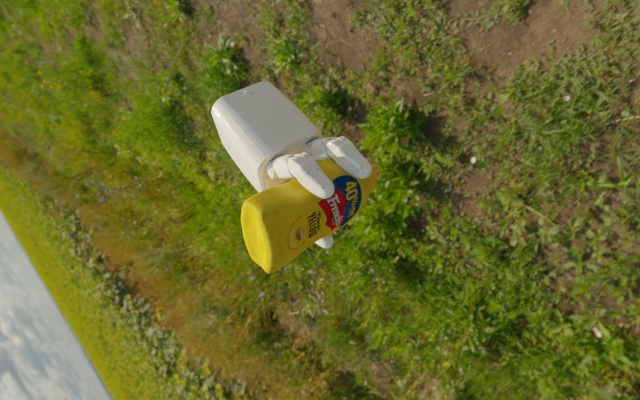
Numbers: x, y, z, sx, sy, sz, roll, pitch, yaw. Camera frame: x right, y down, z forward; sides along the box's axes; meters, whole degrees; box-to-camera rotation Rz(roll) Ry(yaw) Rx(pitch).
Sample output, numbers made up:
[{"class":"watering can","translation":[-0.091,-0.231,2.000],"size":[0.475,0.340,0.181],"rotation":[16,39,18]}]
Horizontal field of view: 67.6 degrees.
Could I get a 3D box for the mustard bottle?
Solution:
[{"class":"mustard bottle","translation":[0.000,0.002,0.563],"size":[0.191,0.096,0.058],"rotation":[-30,46,-31]}]
